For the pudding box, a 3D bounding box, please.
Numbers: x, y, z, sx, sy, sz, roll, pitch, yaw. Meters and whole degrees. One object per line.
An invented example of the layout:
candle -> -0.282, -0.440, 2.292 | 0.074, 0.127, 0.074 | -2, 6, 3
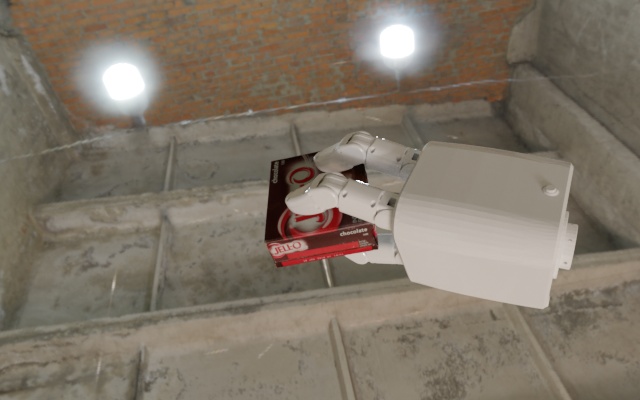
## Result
pudding box -> 0.000, 0.002, 0.425 | 0.090, 0.039, 0.113 | -11, 39, 7
